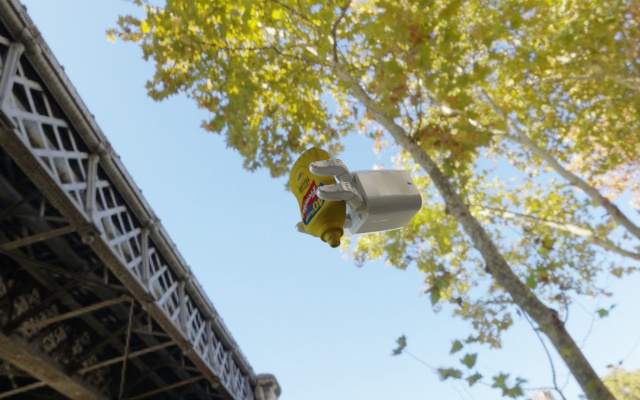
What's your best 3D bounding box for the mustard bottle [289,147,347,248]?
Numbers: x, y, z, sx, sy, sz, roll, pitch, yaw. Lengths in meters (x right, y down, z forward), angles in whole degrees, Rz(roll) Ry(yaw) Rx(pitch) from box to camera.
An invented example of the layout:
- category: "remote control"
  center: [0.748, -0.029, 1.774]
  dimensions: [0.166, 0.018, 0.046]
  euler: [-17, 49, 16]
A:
- category: "mustard bottle"
  center: [0.000, 0.002, 0.817]
  dimensions: [0.058, 0.191, 0.096]
  euler: [15, -51, -34]
